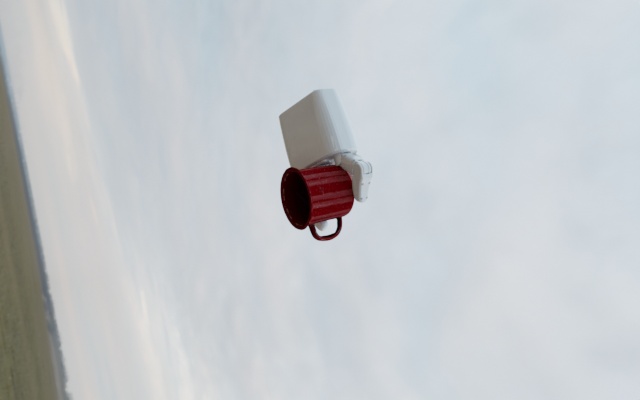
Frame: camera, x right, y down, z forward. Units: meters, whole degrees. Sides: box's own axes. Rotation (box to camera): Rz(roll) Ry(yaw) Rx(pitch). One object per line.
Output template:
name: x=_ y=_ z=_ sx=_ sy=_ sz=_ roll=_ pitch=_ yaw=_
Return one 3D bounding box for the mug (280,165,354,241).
mug: x=0.001 y=0.004 z=0.711 sx=0.081 sy=0.117 sz=0.093 roll=-11 pitch=-10 yaw=-31
